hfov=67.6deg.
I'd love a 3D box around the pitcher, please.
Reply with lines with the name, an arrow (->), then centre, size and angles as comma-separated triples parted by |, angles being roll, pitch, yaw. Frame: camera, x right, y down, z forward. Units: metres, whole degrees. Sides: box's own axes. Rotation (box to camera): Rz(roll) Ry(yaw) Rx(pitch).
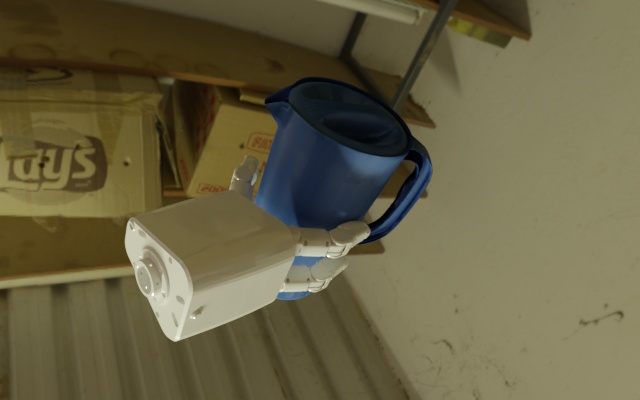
pitcher -> 0.000, 0.002, 0.534 | 0.145, 0.243, 0.149 | -20, 56, -44
